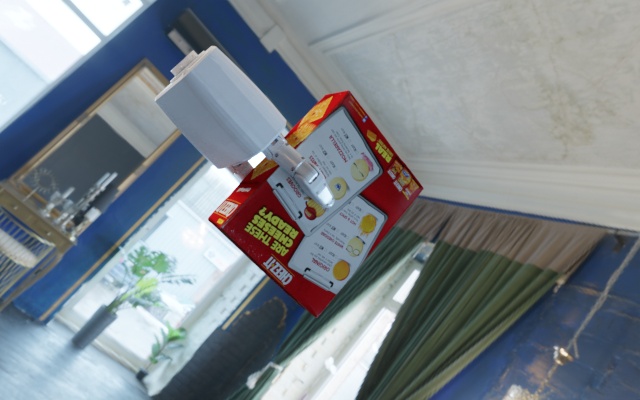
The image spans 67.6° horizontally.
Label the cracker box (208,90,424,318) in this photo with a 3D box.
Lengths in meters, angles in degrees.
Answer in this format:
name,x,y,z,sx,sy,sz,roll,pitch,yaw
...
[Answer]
name,x,y,z,sx,sy,sz,roll,pitch,yaw
cracker box,0.000,0.002,0.574,0.164,0.213,0.072,48,-15,-24
